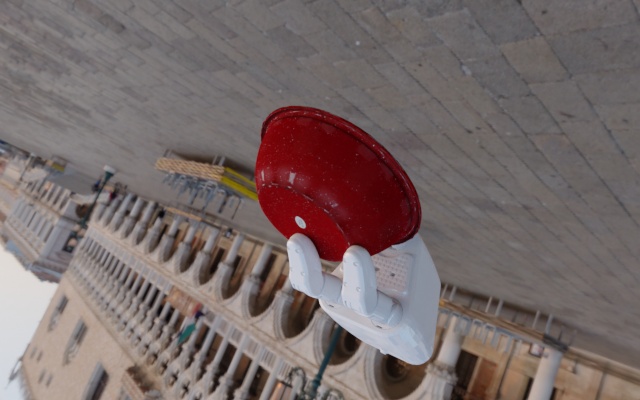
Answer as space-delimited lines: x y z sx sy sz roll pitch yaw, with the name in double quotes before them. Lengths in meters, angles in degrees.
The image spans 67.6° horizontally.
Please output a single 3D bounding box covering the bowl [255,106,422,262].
"bowl" -0.001 0.001 0.401 0.162 0.162 0.055 0 44 50
